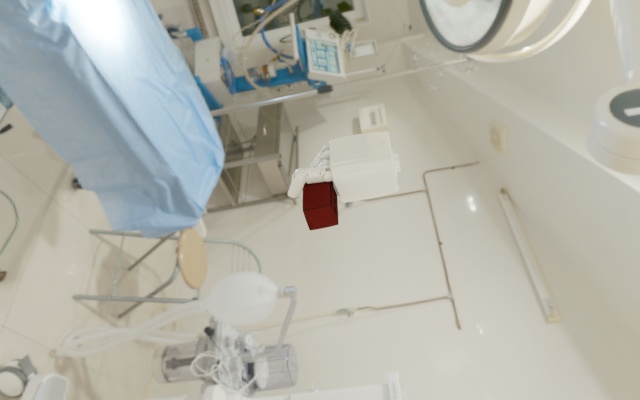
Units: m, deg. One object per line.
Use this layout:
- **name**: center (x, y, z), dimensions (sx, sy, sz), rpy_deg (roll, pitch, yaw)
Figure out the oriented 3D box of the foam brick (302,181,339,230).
- **foam brick**: center (0.000, 0.003, 0.821), dimensions (0.051, 0.078, 0.053), rpy_deg (-9, -44, 9)
